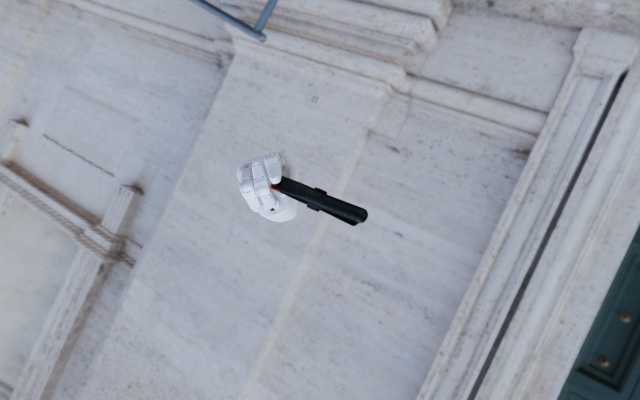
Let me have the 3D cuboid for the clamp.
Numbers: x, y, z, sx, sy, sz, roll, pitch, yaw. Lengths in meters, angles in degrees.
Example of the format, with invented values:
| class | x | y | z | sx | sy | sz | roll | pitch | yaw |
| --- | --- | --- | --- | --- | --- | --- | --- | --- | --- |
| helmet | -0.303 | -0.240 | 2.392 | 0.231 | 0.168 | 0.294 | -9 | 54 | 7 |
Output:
| class | x | y | z | sx | sy | sz | roll | pitch | yaw |
| --- | --- | --- | --- | --- | --- | --- | --- | --- | --- |
| clamp | 0.000 | 0.003 | 0.805 | 0.171 | 0.039 | 0.120 | 25 | -12 | 9 |
